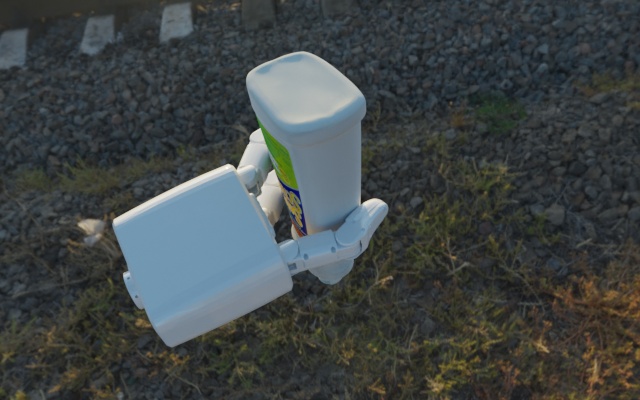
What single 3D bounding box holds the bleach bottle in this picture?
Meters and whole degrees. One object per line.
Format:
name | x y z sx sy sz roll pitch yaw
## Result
bleach bottle | 0.000 0.001 0.433 0.068 0.251 0.102 -26 49 -14
